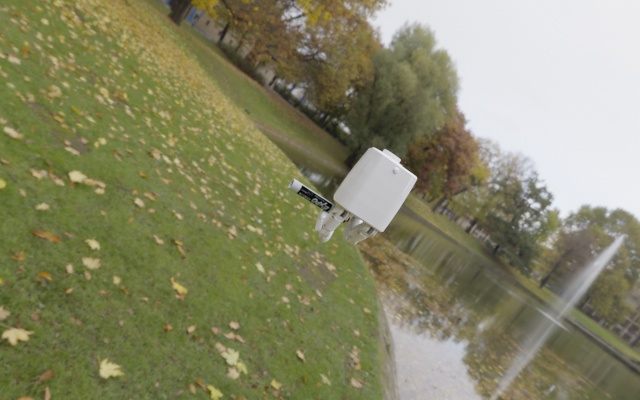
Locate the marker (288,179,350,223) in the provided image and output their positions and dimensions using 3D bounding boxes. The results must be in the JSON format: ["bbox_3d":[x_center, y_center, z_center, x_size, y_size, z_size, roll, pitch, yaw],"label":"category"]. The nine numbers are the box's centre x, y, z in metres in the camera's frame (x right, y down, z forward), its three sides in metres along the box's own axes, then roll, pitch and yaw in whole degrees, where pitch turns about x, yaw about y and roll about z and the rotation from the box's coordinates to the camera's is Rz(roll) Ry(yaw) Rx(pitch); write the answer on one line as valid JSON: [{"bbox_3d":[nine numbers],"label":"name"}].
[{"bbox_3d":[0.000,0.003,0.803,0.121,0.020,0.020,32,-12,-19],"label":"marker"}]
